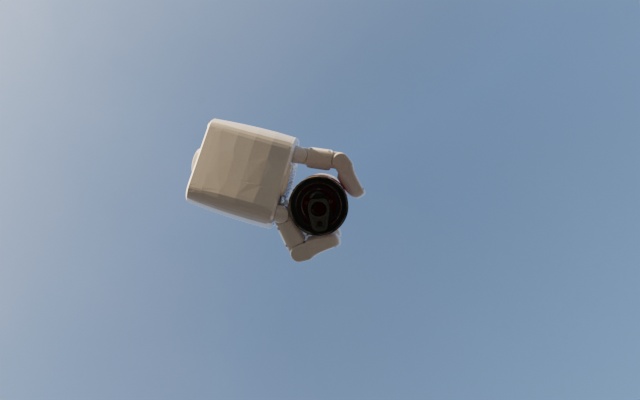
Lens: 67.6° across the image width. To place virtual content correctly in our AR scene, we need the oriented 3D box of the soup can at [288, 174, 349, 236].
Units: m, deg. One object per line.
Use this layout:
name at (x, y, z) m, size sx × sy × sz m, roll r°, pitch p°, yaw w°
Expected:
soup can at (0.001, 0.002, 0.583) m, size 0.068 × 0.068 × 0.102 m, roll 0°, pitch 5°, yaw 3°
